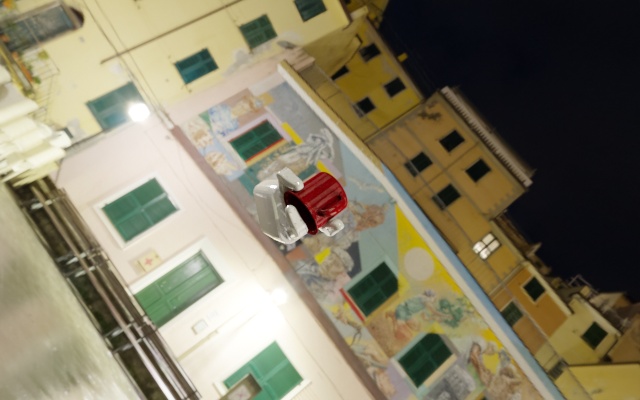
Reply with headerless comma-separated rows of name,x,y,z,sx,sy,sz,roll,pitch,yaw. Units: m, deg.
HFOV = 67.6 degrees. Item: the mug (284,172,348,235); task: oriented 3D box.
mug,0.001,0.003,0.844,0.081,0.093,0.117,-36,23,-23
